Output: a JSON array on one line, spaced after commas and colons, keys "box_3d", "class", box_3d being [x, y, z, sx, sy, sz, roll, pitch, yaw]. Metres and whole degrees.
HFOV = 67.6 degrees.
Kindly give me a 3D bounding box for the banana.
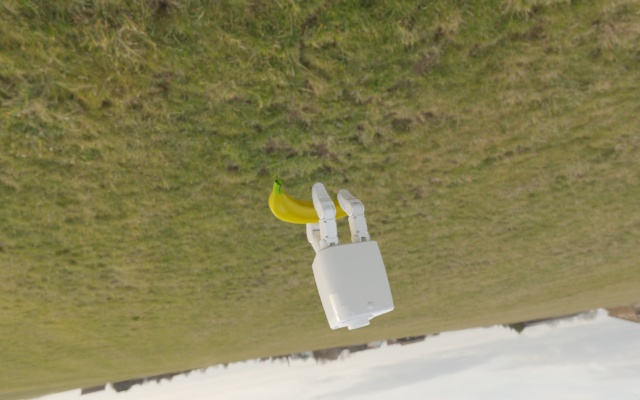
[{"box_3d": [-0.015, 0.011, 0.760, 0.070, 0.037, 0.198, -35, -29, 32], "class": "banana"}]
